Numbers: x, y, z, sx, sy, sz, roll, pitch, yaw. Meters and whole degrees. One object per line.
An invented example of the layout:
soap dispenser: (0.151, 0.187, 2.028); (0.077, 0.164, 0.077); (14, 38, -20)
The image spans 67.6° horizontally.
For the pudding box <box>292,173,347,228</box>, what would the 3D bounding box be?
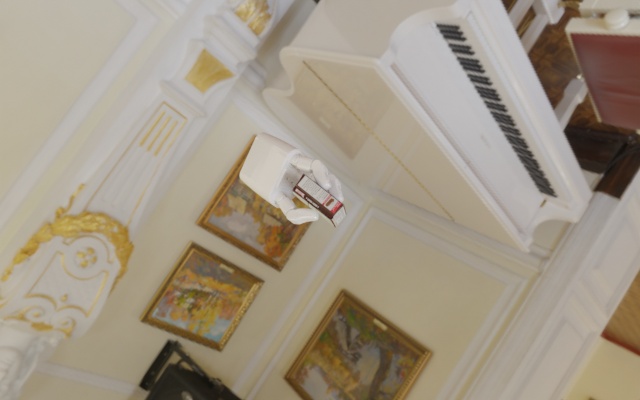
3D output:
pudding box: (0.000, 0.003, 0.850); (0.090, 0.039, 0.113); (37, -3, 10)
